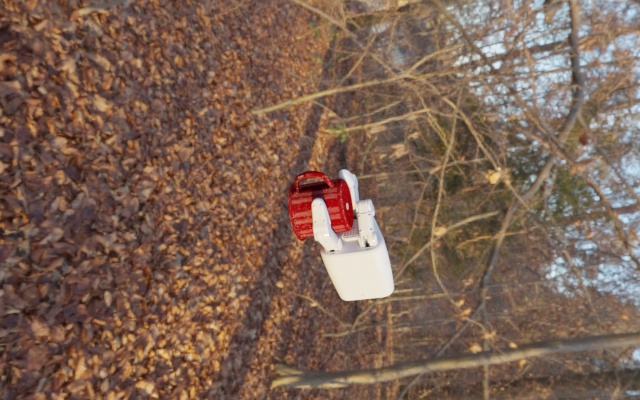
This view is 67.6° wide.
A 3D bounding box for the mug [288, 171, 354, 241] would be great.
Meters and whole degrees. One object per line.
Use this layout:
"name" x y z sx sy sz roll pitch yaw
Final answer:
"mug" 0.000 0.001 0.726 0.081 0.117 0.093 -9 37 15
